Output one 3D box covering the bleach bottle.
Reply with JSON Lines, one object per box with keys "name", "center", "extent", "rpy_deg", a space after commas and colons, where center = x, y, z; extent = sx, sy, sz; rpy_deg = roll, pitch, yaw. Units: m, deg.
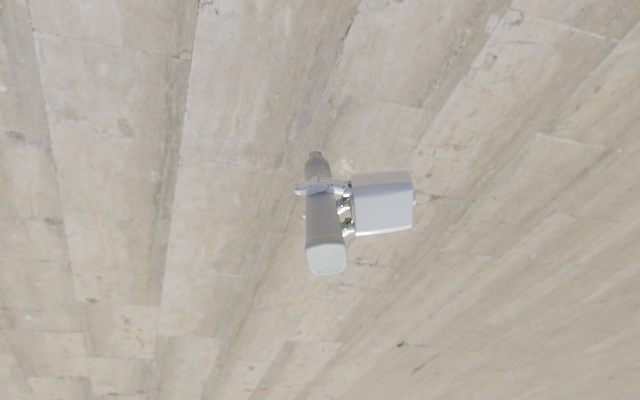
{"name": "bleach bottle", "center": [0.000, 0.003, 0.862], "extent": [0.068, 0.250, 0.103], "rpy_deg": [-7, -39, 1]}
